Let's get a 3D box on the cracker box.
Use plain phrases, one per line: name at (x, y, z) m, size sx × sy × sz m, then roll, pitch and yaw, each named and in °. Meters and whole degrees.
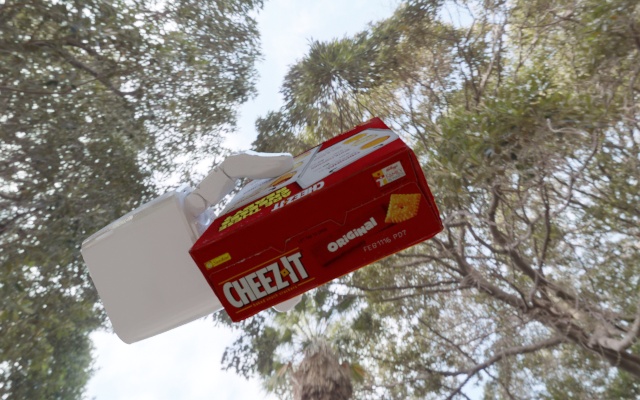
cracker box at (0.000, 0.001, 0.416) m, size 0.164 × 0.072 × 0.213 m, roll -26°, pitch 13°, yaw 8°
